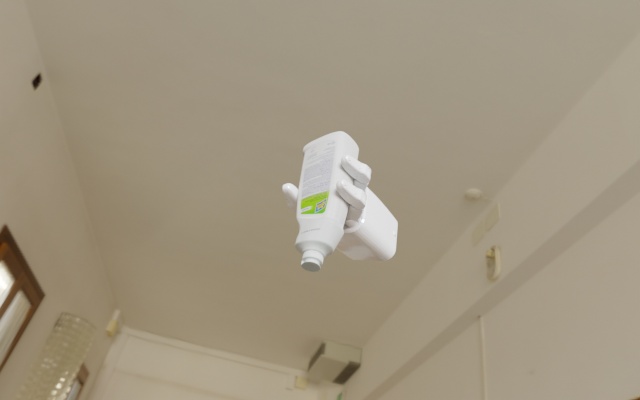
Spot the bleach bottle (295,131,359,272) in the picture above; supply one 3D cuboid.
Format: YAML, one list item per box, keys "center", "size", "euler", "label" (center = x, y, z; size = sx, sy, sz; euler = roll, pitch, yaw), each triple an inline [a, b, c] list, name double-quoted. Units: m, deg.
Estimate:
- center: [0.000, 0.002, 0.775]
  size: [0.102, 0.250, 0.068]
  euler: [-21, -49, 35]
  label: "bleach bottle"
